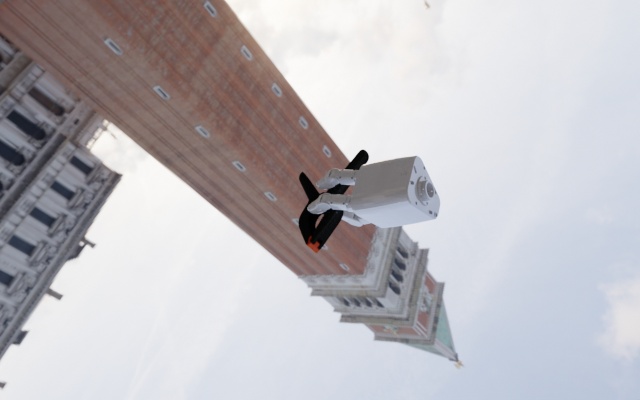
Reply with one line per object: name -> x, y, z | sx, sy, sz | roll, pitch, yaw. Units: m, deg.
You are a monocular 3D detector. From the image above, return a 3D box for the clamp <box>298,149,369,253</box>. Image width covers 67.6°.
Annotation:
clamp -> 0.001, 0.004, 0.890 | 0.164, 0.210, 0.036 | -12, -44, 41
